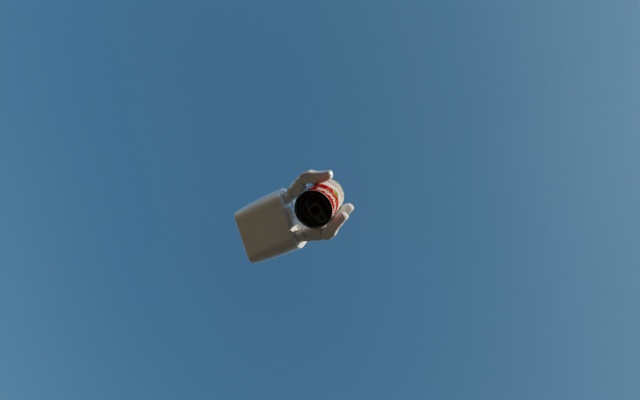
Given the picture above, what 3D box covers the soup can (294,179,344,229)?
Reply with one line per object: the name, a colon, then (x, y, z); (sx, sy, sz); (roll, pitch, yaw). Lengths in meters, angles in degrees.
soup can: (0.001, 0.002, 0.854); (0.068, 0.068, 0.102); (0, 15, 15)
